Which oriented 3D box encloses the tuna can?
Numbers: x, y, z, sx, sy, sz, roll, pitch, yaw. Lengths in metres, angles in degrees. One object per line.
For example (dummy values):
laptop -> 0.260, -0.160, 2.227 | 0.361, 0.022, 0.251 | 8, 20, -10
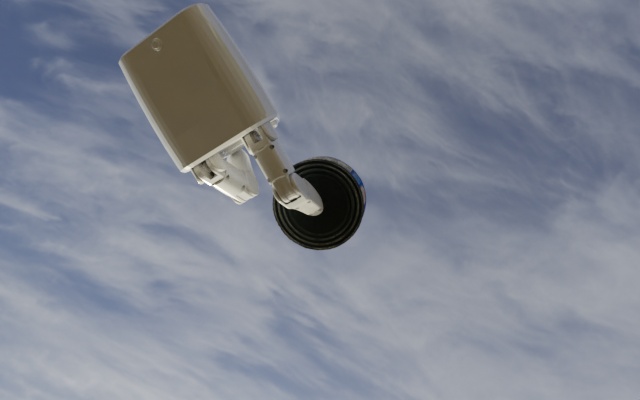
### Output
tuna can -> 0.000, 0.001, 0.453 | 0.086, 0.086, 0.033 | 0, 11, 11
